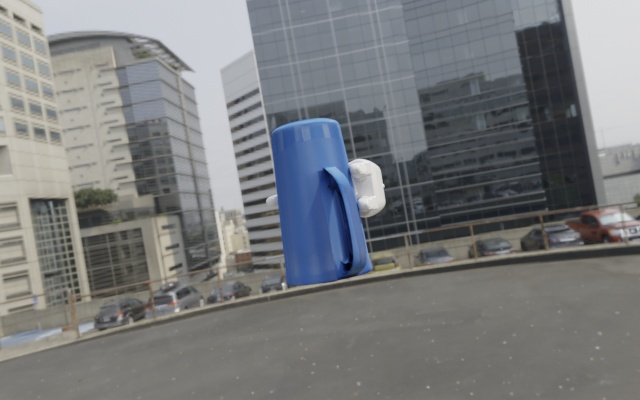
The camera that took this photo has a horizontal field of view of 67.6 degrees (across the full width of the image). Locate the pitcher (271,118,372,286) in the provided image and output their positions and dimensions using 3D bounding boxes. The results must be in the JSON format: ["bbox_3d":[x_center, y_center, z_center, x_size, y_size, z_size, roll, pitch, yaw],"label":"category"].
[{"bbox_3d":[0.000,0.002,0.724,0.149,0.243,0.145,-10,-1,20],"label":"pitcher"}]
